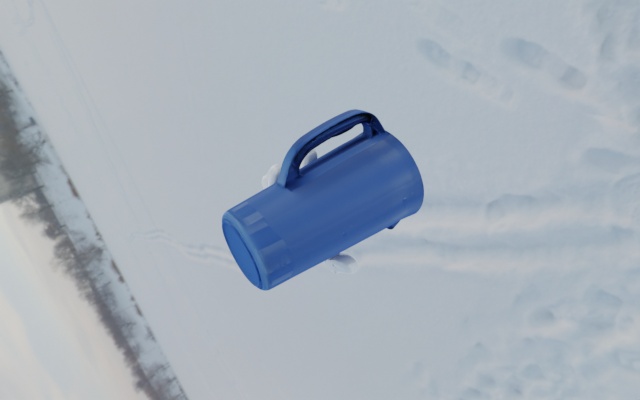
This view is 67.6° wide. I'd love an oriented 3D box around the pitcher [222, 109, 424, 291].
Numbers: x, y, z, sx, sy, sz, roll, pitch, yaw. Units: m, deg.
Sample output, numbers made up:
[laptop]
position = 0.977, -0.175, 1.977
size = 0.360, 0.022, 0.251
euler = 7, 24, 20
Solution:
[pitcher]
position = 0.000, 0.002, 0.609
size = 0.243, 0.149, 0.145
euler = -28, -12, -23
